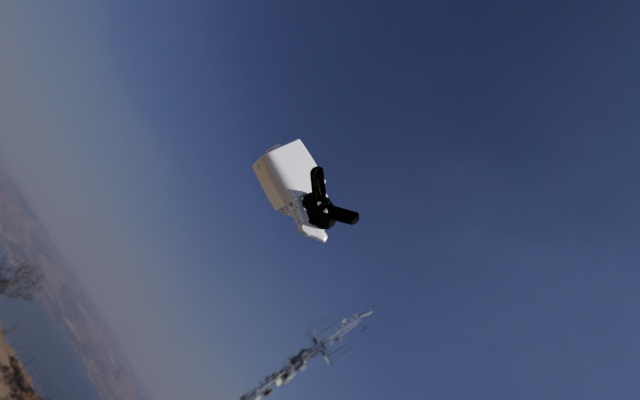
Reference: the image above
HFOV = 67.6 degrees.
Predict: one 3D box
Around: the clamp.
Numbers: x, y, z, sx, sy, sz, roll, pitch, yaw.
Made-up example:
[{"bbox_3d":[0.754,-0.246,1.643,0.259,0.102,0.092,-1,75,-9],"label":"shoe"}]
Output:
[{"bbox_3d":[0.001,0.003,0.883,0.039,0.120,0.171,-30,2,-27],"label":"clamp"}]
